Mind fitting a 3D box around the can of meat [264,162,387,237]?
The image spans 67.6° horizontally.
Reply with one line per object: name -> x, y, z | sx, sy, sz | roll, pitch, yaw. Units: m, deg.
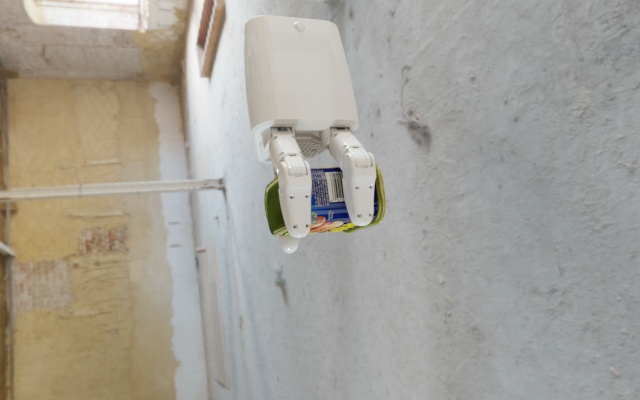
can of meat -> 0.000, 0.002, 0.447 | 0.084, 0.057, 0.102 | -3, -10, -21
